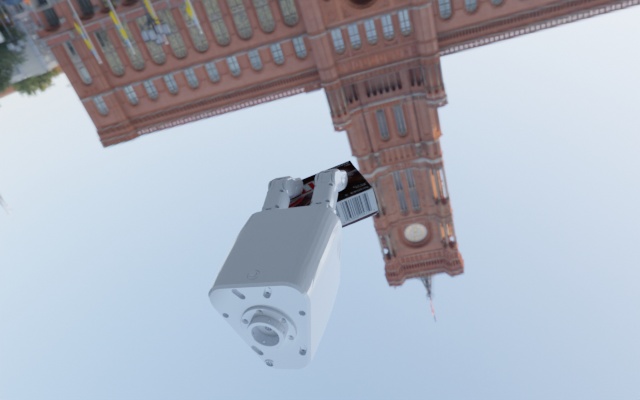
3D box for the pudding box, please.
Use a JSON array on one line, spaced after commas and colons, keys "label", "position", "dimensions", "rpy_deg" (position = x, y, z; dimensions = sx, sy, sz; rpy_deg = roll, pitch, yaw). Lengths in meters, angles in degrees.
[{"label": "pudding box", "position": [0.000, 0.002, 0.553], "dimensions": [0.113, 0.039, 0.090], "rpy_deg": [-20, 28, -5]}]
